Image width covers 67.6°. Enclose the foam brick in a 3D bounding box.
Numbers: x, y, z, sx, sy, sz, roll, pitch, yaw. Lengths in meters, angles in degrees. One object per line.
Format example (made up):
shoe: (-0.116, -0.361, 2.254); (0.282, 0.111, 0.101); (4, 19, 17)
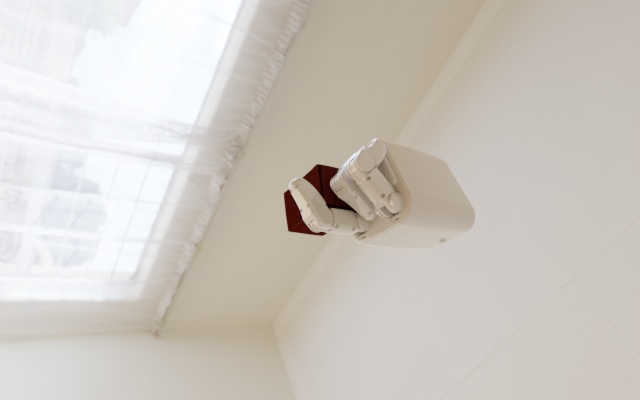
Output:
foam brick: (0.000, 0.002, 0.548); (0.051, 0.053, 0.078); (10, -29, -32)
